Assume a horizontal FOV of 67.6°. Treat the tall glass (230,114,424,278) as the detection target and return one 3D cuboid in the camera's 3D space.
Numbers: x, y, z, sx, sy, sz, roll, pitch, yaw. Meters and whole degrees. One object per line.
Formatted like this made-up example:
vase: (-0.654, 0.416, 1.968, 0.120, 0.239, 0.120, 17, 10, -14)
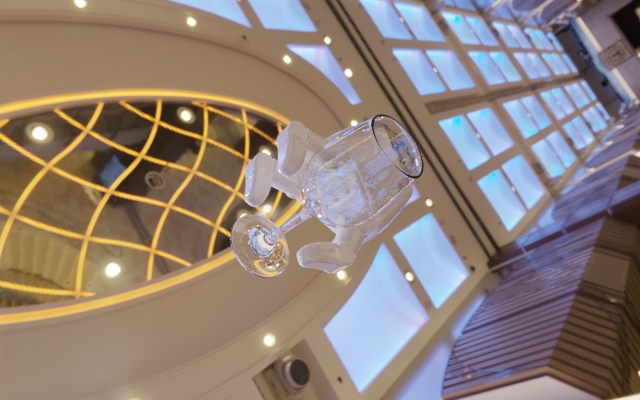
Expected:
tall glass: (0.000, 0.002, 0.449, 0.079, 0.079, 0.201, 0, -28, -46)
